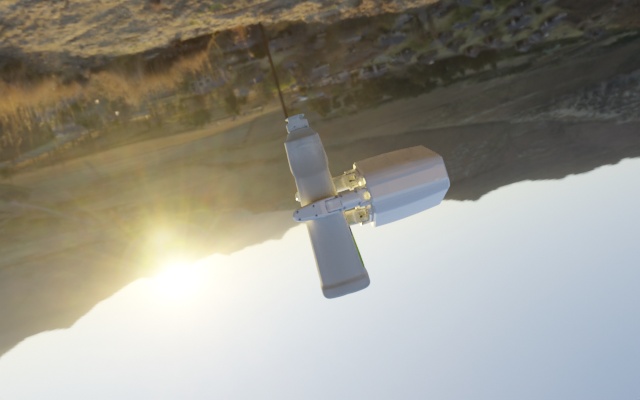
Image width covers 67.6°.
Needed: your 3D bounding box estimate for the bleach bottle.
[{"bbox_3d":[0.000,0.002,0.664,0.068,0.251,0.102,-17,0,0],"label":"bleach bottle"}]
